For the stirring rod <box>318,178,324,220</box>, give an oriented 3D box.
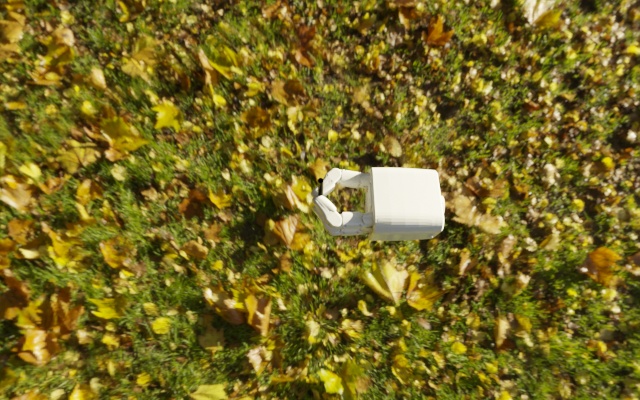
[{"bbox_3d":[0.000,0.003,0.774,0.011,0.011,0.239,0,-15,0],"label":"stirring rod"}]
